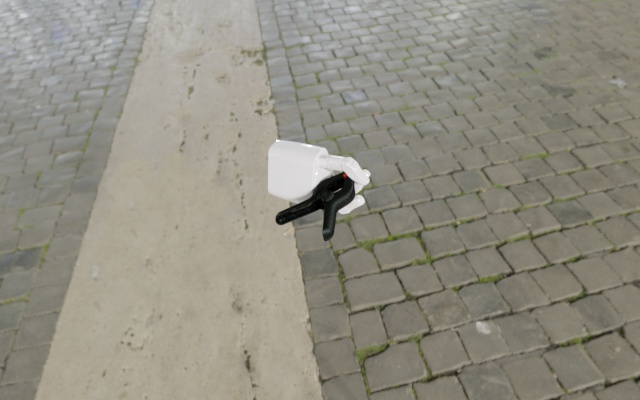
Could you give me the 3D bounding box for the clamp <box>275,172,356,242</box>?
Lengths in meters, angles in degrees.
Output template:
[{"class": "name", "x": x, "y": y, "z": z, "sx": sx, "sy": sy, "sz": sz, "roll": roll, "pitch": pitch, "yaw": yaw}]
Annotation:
[{"class": "clamp", "x": 0.000, "y": 0.002, "z": 0.864, "sx": 0.120, "sy": 0.039, "sz": 0.171, "roll": 14, "pitch": 43, "yaw": 24}]
